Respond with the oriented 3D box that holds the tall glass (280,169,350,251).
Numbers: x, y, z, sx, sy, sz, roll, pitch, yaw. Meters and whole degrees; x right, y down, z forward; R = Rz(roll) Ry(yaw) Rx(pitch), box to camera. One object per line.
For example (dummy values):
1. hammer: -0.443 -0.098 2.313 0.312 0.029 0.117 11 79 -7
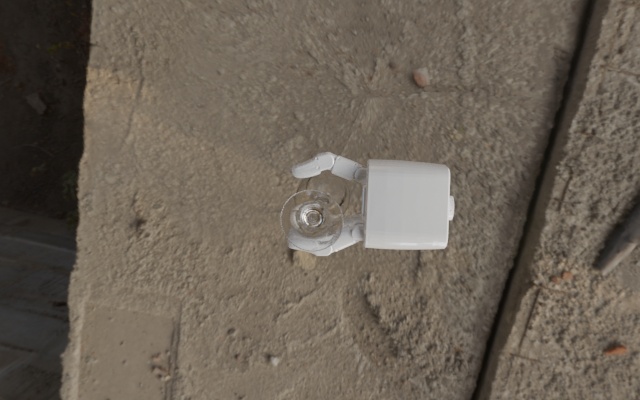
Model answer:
1. tall glass: 0.000 0.002 0.649 0.079 0.079 0.201 0 13 6
